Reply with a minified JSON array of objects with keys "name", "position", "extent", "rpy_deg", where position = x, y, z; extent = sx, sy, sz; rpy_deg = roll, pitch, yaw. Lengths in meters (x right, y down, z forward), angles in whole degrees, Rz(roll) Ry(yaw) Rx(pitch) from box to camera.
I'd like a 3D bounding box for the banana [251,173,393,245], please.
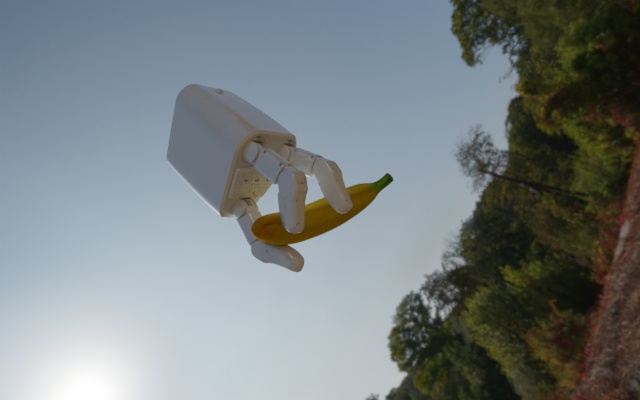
[{"name":"banana","position":[-0.003,0.013,0.528],"extent":[0.197,0.037,0.070],"rpy_deg":[-23,-28,-39]}]
